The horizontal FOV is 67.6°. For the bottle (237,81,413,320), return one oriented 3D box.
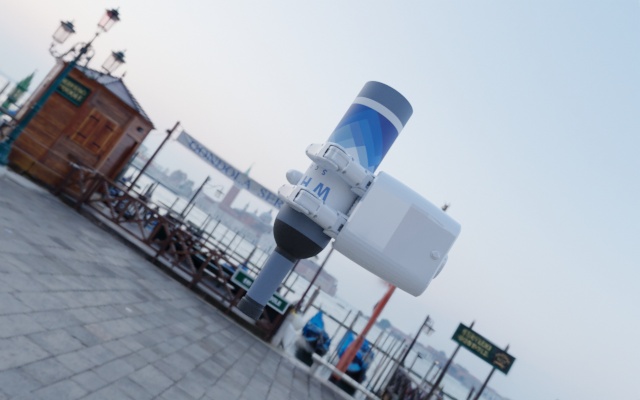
[{"bbox_3d":[0.000,0.002,0.540,0.069,0.295,0.069,33,-8,5],"label":"bottle"}]
